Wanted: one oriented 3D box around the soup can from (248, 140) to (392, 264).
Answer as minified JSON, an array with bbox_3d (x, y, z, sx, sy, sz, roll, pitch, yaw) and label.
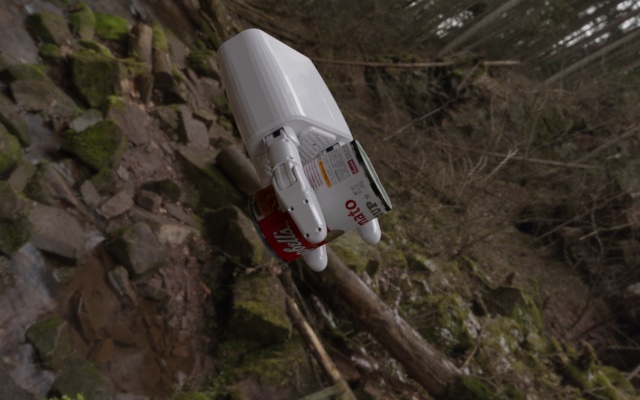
[{"bbox_3d":[0.000,0.002,0.403,0.102,0.068,0.068,-28,-6,11],"label":"soup can"}]
